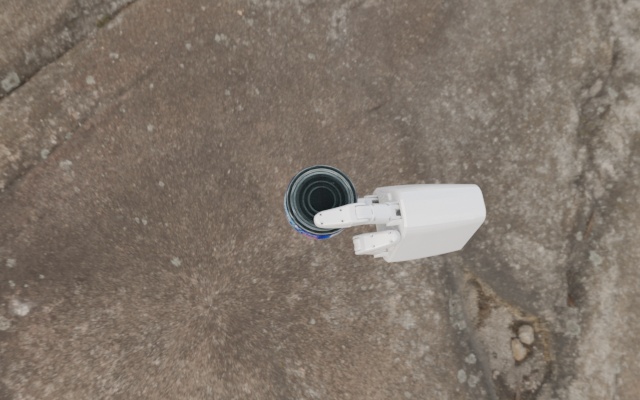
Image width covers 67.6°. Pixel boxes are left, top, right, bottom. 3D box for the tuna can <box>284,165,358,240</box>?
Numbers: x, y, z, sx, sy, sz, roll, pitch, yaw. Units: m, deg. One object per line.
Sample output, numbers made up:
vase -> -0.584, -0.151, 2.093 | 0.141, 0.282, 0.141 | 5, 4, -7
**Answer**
tuna can -> 0.000, 0.002, 0.563 | 0.086, 0.086, 0.034 | 0, -11, -7
